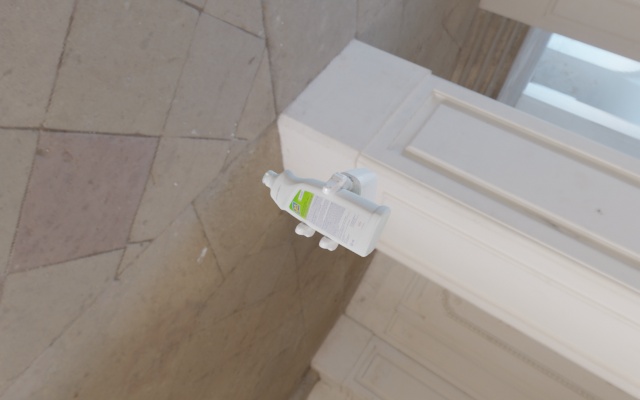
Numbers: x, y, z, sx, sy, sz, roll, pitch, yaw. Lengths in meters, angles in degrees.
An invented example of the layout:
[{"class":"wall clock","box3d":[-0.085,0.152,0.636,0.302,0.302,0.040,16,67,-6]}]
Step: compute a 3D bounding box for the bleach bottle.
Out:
[{"class":"bleach bottle","box3d":[0.000,0.003,0.899,0.251,0.103,0.068,29,23,20]}]
